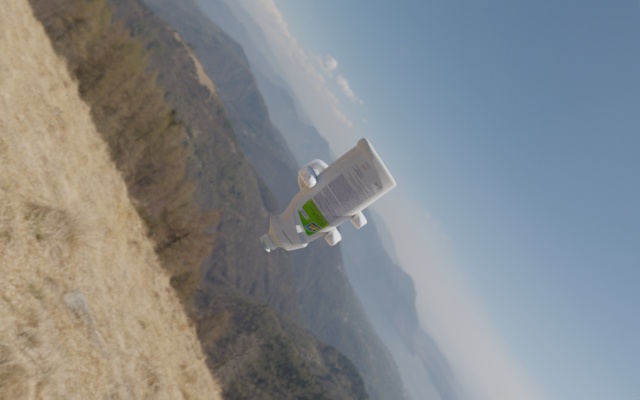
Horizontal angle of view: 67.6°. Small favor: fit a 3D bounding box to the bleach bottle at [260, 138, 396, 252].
[{"bbox_3d":[0.000,0.003,0.827,0.251,0.102,0.068,-34,10,6],"label":"bleach bottle"}]
